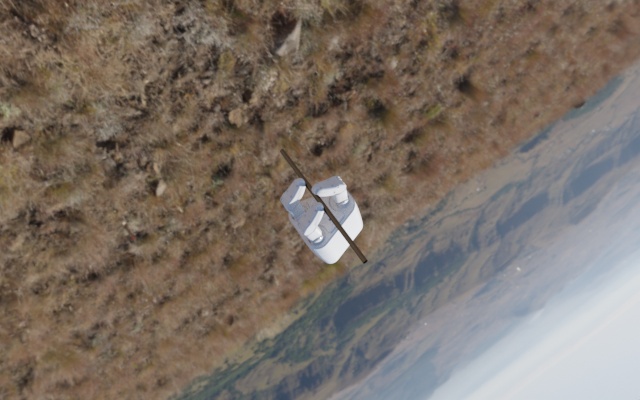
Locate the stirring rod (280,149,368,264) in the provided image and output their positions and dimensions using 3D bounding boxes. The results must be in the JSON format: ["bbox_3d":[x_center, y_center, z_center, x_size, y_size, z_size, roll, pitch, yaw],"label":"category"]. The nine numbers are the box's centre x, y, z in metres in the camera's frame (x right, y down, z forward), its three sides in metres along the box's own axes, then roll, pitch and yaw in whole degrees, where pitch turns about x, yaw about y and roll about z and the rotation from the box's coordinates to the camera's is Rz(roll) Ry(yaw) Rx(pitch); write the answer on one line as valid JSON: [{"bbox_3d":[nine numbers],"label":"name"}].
[{"bbox_3d":[0.000,0.002,0.736,0.011,0.239,0.011,-28,-29,-17],"label":"stirring rod"}]
